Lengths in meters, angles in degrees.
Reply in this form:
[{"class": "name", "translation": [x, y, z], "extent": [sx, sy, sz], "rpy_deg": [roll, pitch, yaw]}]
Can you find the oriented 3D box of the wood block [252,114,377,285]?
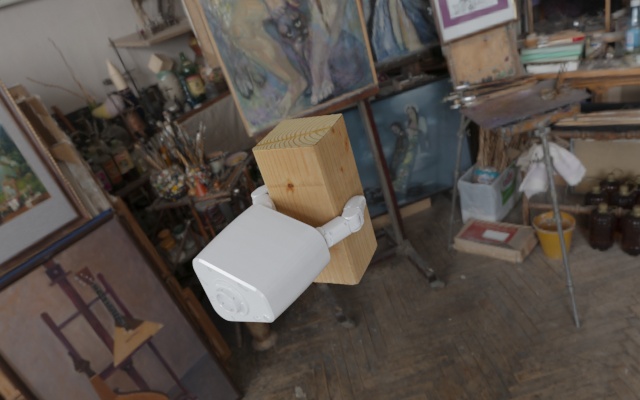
[{"class": "wood block", "translation": [0.000, 0.002, 0.631], "extent": [0.091, 0.206, 0.090], "rpy_deg": [-1, 33, 28]}]
